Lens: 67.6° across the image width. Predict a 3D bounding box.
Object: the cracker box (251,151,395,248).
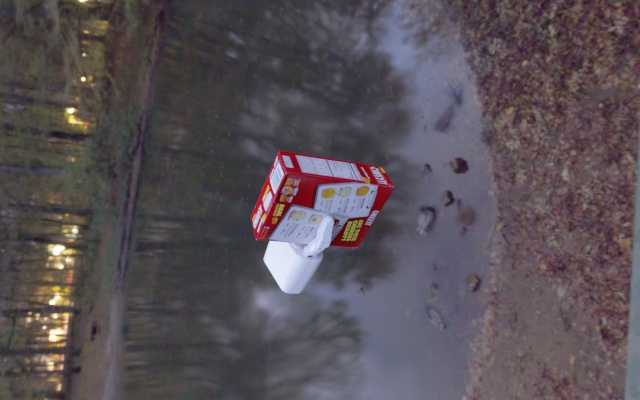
[{"bbox_3d":[0.000,0.003,0.871,0.214,0.164,0.072,6,41,-27],"label":"cracker box"}]
